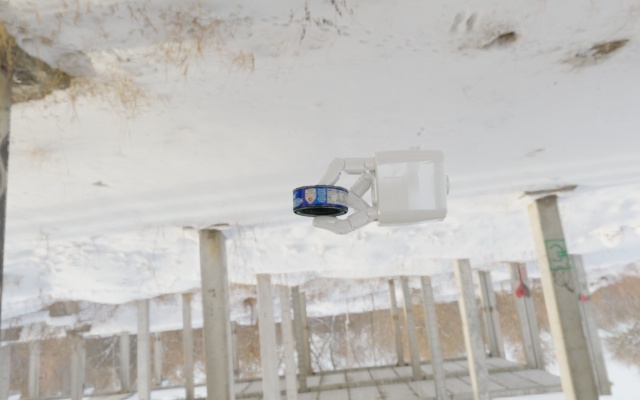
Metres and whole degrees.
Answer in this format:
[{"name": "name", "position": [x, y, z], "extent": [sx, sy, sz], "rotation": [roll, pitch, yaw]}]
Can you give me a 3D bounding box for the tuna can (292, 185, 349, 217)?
[{"name": "tuna can", "position": [0.000, 0.003, 0.724], "extent": [0.086, 0.033, 0.086], "rotation": [0, -13, 0]}]
